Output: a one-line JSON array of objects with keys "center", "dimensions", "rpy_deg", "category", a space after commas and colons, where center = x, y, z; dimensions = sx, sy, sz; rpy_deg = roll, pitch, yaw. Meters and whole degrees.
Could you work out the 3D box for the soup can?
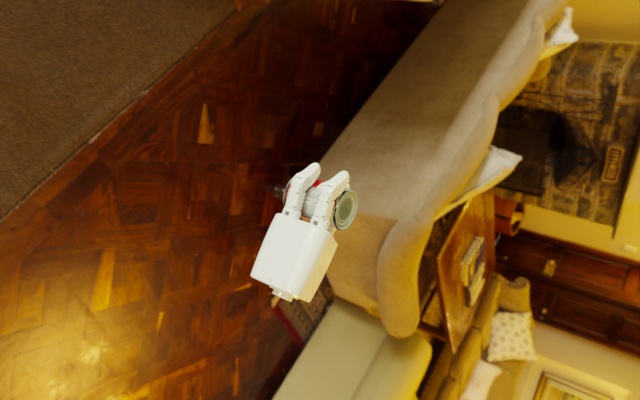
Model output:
[{"center": [0.001, 0.002, 0.766], "dimensions": [0.102, 0.068, 0.068], "rpy_deg": [17, 9, 32], "category": "soup can"}]
